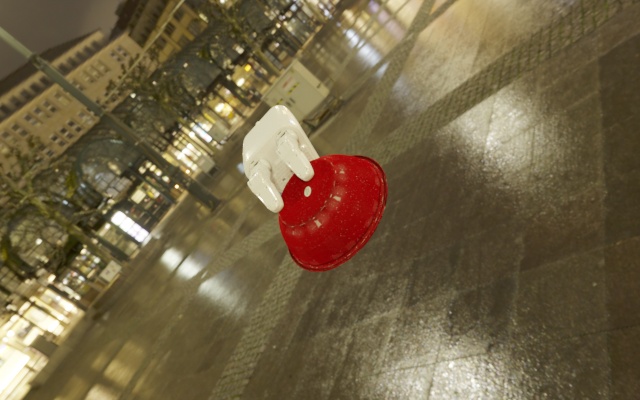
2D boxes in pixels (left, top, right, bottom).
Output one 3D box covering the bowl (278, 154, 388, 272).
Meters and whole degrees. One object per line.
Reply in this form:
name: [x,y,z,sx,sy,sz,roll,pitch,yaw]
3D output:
bowl: [0.000,0.002,0.578,0.162,0.162,0.055,0,-27,47]
